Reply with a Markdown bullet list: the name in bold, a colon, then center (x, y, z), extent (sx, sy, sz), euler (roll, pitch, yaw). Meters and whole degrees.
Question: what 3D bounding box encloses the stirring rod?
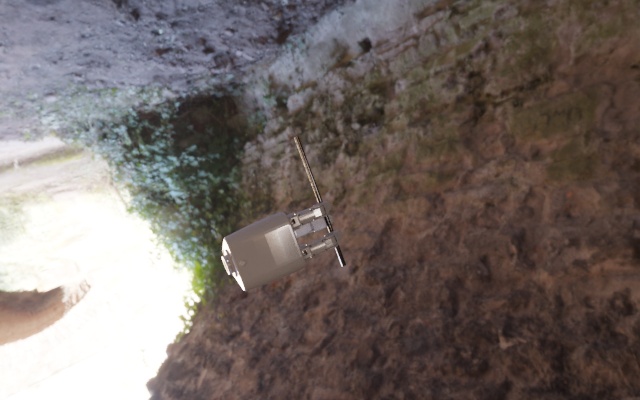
- **stirring rod**: center (0.000, 0.003, 0.834), extent (0.011, 0.239, 0.011), euler (-20, 5, 2)
